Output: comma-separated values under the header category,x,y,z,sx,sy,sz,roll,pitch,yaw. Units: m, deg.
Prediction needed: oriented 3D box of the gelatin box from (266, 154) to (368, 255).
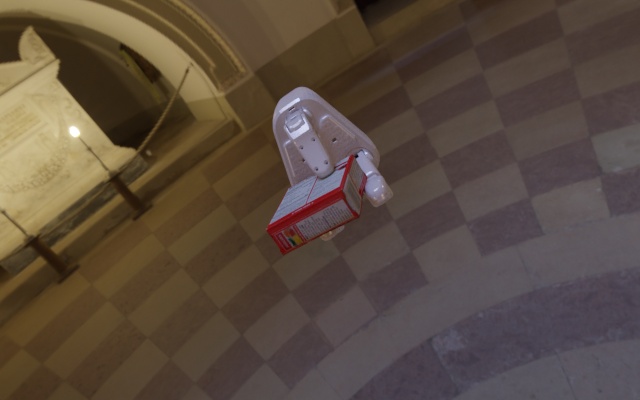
category,x,y,z,sx,sy,sz,roll,pitch,yaw
gelatin box,0.000,0.001,0.407,0.073,0.030,0.089,-28,16,20
